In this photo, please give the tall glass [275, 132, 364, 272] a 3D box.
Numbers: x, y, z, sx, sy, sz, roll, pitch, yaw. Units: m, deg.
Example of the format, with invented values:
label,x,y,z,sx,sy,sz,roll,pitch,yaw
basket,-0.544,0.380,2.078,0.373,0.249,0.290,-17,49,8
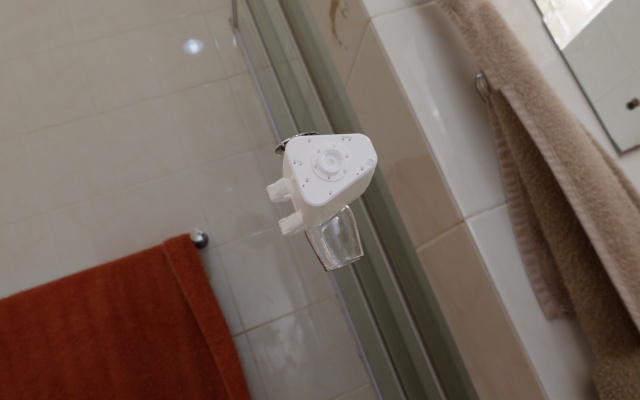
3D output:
label,x,y,z,sx,sy,sz,roll,pitch,yaw
tall glass,0.000,0.002,0.717,0.079,0.201,0.079,-21,-12,-5
